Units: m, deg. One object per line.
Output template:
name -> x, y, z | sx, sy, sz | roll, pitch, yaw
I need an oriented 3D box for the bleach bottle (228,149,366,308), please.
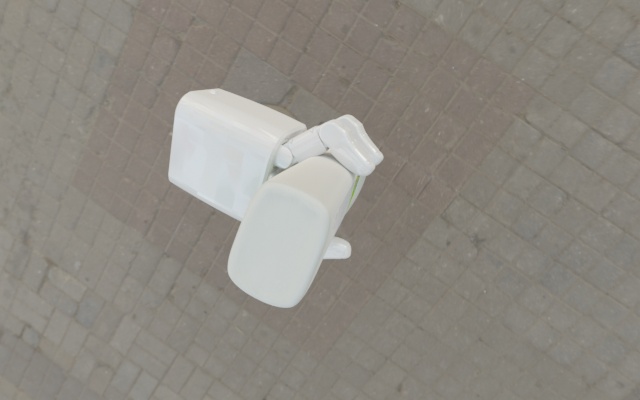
bleach bottle -> 0.000, 0.001, 0.469 | 0.068, 0.102, 0.250 | 26, 20, 7
